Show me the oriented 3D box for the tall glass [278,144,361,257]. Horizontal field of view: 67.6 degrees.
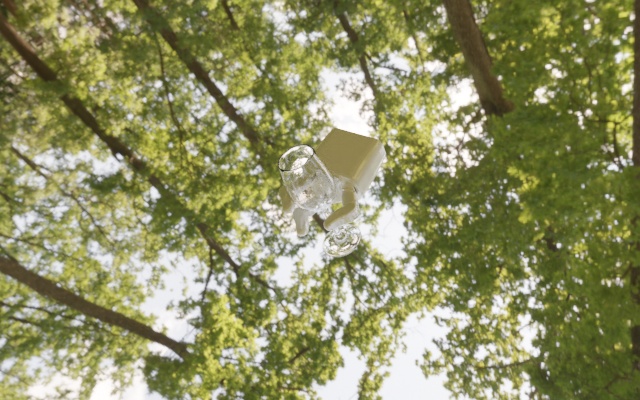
[{"bbox_3d":[0.000,0.003,0.790,0.079,0.079,0.201,0,-43,32],"label":"tall glass"}]
